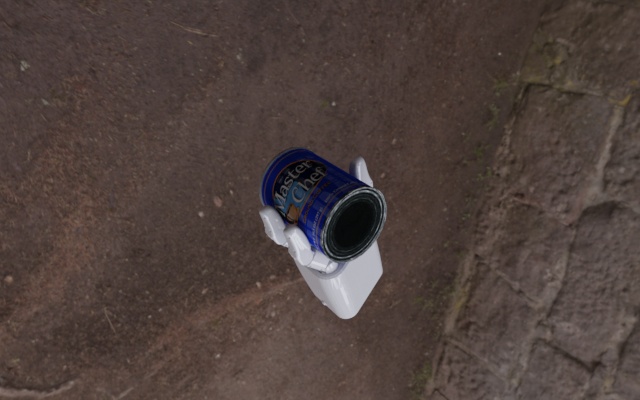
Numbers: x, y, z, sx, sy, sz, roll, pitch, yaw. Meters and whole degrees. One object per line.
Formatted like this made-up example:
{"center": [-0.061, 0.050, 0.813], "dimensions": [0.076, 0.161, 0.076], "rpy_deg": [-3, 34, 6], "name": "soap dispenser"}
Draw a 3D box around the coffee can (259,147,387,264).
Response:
{"center": [0.000, 0.002, 0.616], "dimensions": [0.103, 0.103, 0.140], "rpy_deg": [0, 24, -41], "name": "coffee can"}
